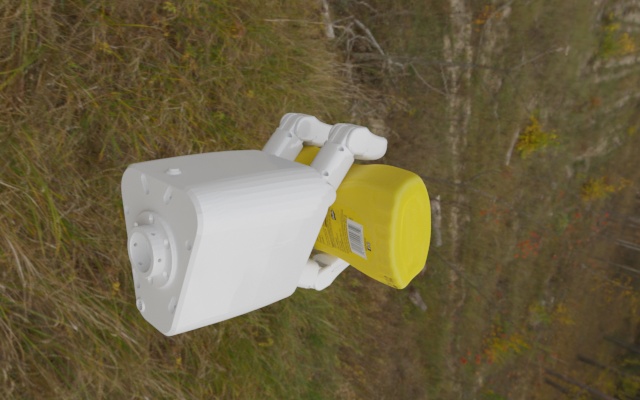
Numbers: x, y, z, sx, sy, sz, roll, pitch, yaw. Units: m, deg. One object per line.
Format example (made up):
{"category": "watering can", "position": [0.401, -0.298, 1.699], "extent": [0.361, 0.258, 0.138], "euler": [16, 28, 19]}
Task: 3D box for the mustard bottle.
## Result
{"category": "mustard bottle", "position": [0.000, 0.001, 0.418], "extent": [0.191, 0.096, 0.058], "euler": [20, 44, 38]}
